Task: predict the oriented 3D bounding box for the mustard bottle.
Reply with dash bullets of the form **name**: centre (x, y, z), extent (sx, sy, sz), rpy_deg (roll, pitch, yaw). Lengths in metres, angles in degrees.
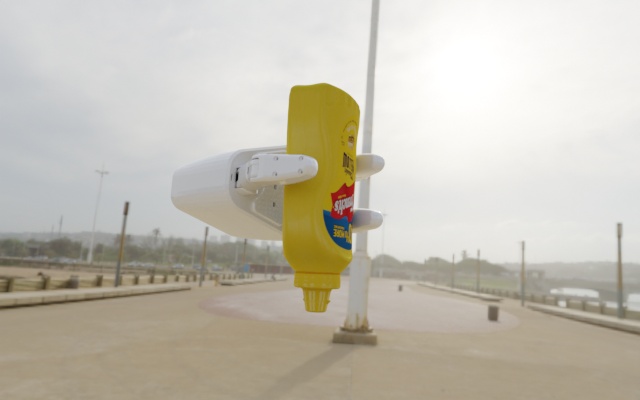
- **mustard bottle**: centre (0.000, 0.001, 0.425), extent (0.058, 0.191, 0.096), rpy_deg (0, -9, 19)
